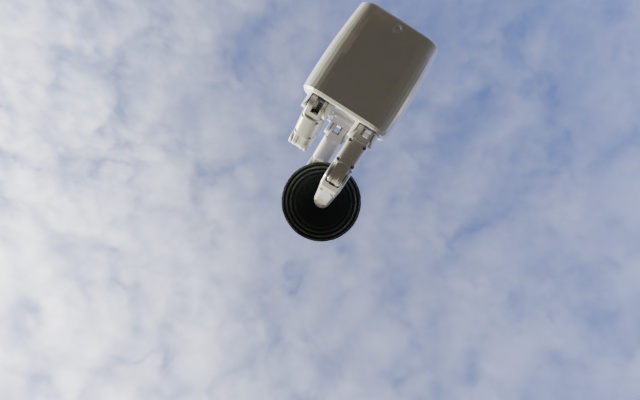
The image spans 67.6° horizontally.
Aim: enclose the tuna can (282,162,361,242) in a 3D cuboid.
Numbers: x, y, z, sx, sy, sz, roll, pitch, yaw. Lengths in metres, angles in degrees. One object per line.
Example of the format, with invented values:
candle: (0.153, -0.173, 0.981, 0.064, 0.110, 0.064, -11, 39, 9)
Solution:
tuna can: (0.000, 0.002, 0.528, 0.086, 0.086, 0.034, 0, -2, -4)
